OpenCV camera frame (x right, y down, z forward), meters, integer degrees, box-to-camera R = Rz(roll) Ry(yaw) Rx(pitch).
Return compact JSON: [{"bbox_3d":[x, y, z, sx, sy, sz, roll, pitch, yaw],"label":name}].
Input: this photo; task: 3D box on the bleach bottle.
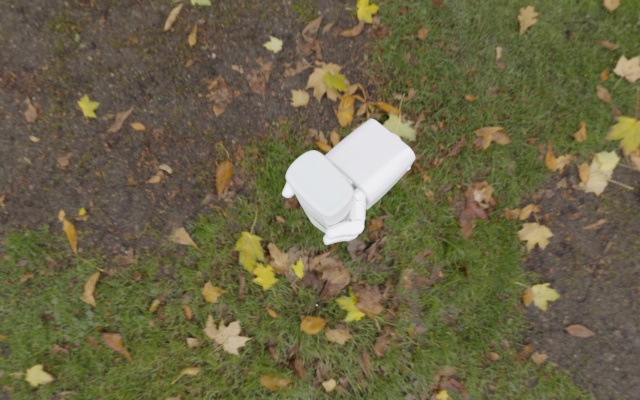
[{"bbox_3d":[0.000,0.003,0.796,0.068,0.102,0.251,-43,-9,-9],"label":"bleach bottle"}]
